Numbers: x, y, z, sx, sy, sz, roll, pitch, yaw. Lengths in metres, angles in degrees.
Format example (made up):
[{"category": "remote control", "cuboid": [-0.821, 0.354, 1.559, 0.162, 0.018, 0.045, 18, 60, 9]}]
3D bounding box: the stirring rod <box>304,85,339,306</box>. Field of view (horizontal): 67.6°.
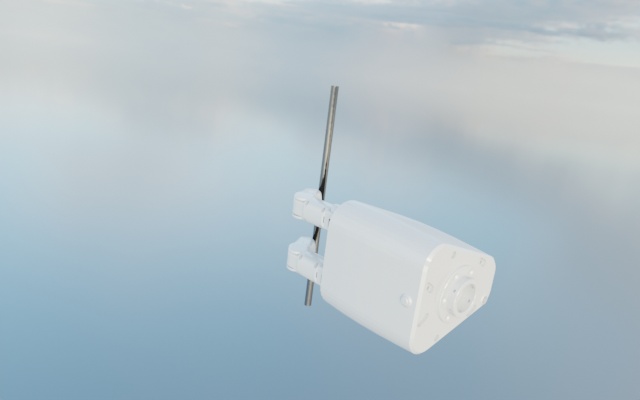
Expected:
[{"category": "stirring rod", "cuboid": [0.000, 0.002, 0.505, 0.011, 0.239, 0.011, 7, 15, -2]}]
